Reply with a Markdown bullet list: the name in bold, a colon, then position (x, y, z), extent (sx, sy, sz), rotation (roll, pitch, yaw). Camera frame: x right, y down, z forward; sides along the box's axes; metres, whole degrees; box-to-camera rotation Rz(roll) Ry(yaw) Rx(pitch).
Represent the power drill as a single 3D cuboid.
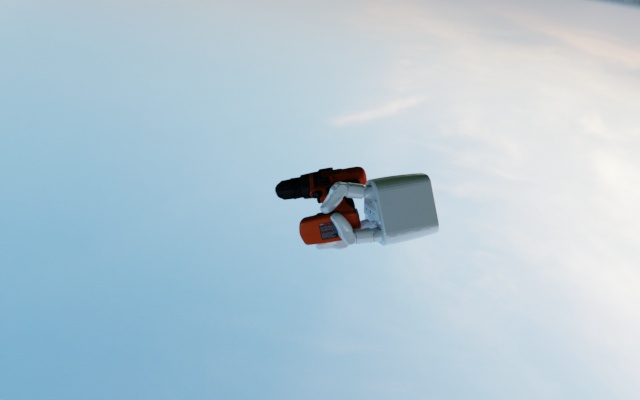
- **power drill**: position (0.000, 0.003, 0.891), extent (0.184, 0.057, 0.187), rotation (-11, 33, 7)
